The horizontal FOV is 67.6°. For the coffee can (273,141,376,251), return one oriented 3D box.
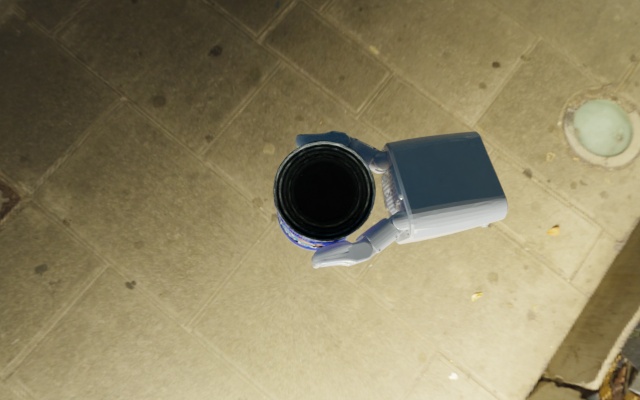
[{"bbox_3d":[0.000,0.002,0.539,0.103,0.103,0.140,0,-10,-3],"label":"coffee can"}]
